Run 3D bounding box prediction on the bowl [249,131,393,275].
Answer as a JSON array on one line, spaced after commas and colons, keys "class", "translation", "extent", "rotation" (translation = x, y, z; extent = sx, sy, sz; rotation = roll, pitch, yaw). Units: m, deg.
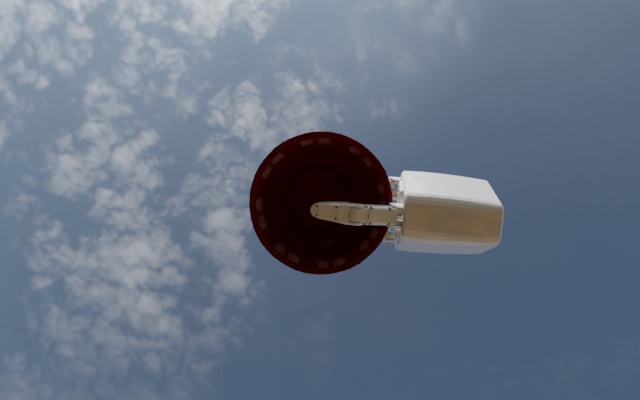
[{"class": "bowl", "translation": [-0.001, 0.001, 0.559], "extent": [0.162, 0.162, 0.055], "rotation": [0, 5, -2]}]
